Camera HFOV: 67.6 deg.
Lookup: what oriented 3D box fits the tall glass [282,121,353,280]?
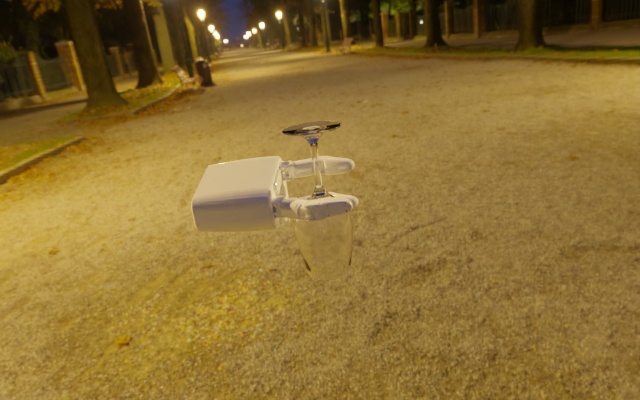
[{"bbox_3d":[0.000,0.001,0.628,0.079,0.201,0.079,-7,19,2],"label":"tall glass"}]
